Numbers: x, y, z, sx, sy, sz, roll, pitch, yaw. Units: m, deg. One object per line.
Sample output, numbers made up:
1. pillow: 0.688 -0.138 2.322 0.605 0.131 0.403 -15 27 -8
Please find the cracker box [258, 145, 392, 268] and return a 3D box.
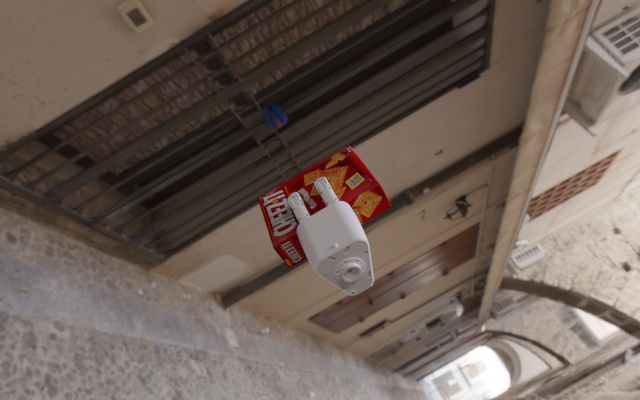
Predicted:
1. cracker box: 0.000 0.003 0.887 0.214 0.072 0.164 -30 35 2
